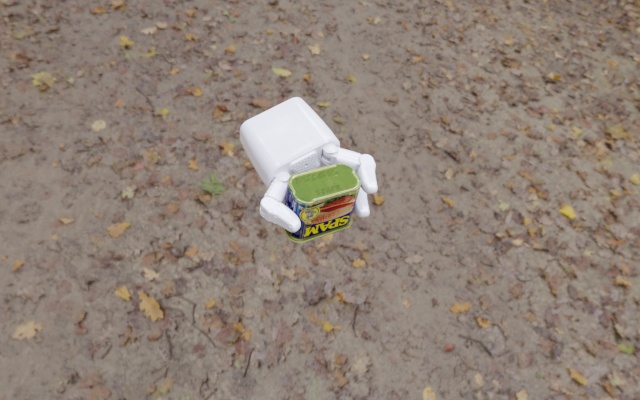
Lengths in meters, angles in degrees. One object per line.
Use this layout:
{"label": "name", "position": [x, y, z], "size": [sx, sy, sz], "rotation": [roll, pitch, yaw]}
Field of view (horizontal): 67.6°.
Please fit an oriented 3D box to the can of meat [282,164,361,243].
{"label": "can of meat", "position": [0.000, 0.002, 0.645], "size": [0.102, 0.057, 0.084], "rotation": [-16, -35, -23]}
